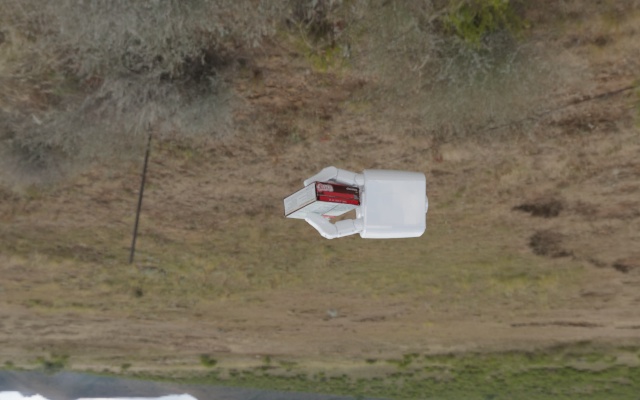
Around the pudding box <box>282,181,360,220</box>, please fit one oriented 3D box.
[{"bbox_3d":[0.000,0.003,0.819,0.090,0.039,0.113,8,-22,-32],"label":"pudding box"}]
